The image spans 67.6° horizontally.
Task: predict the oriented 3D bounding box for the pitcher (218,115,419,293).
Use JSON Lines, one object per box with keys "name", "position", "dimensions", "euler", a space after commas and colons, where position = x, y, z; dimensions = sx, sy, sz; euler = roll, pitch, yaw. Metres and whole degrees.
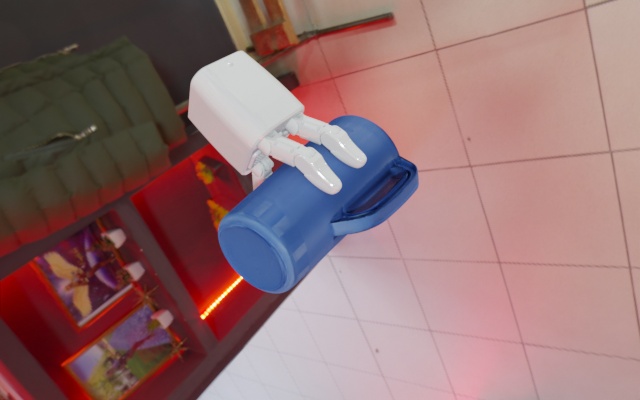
{"name": "pitcher", "position": [0.000, 0.002, 0.588], "dimensions": [0.242, 0.145, 0.149], "euler": [-44, -1, -41]}
